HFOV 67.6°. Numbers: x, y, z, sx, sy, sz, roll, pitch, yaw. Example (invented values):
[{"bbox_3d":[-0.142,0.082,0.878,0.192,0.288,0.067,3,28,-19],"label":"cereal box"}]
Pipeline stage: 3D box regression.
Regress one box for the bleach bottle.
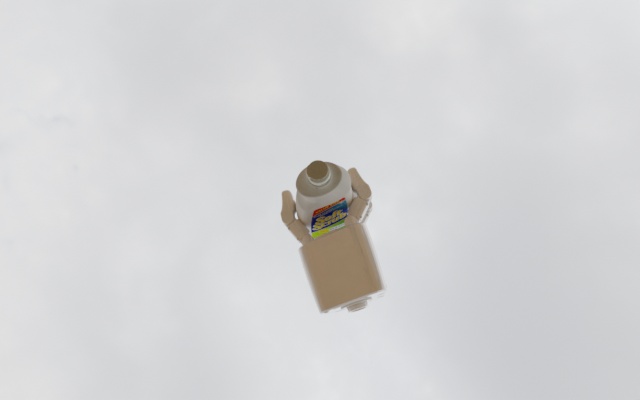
[{"bbox_3d":[0.000,0.002,0.737,0.102,0.068,0.251,-17,-19,0],"label":"bleach bottle"}]
